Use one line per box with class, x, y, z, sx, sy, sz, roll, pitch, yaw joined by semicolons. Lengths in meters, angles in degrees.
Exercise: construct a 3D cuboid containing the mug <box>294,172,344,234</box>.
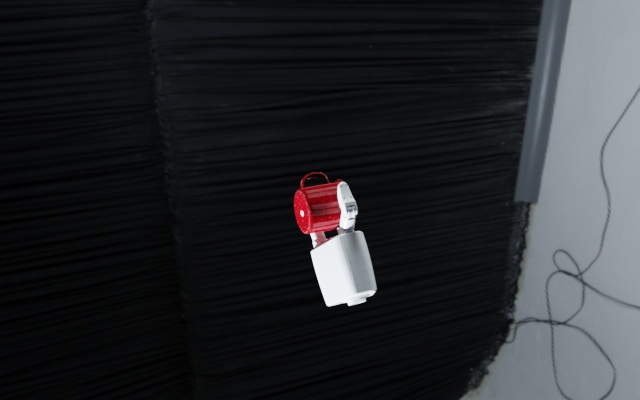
mug;0.000;0.001;0.855;0.081;0.117;0.093;-10;-19;-21
